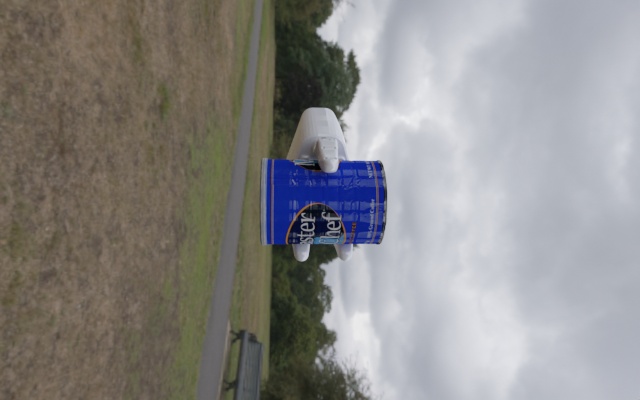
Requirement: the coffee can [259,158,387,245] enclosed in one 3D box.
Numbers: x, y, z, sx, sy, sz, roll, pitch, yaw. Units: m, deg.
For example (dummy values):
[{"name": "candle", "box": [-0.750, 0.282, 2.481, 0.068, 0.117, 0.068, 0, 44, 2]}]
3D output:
[{"name": "coffee can", "box": [0.000, 0.002, 0.569, 0.140, 0.103, 0.103, 0, 0, -5]}]
